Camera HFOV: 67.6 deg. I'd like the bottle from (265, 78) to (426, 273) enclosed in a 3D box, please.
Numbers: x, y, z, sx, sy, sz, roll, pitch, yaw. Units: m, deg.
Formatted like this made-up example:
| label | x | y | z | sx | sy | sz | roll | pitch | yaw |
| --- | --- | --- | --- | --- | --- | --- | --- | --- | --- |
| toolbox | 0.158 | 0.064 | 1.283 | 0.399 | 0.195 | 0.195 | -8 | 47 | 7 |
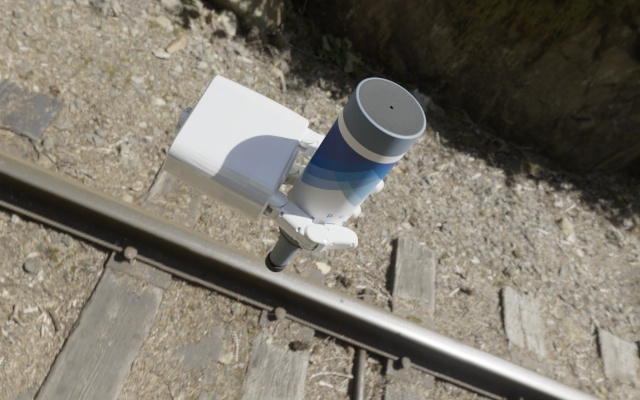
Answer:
| label | x | y | z | sx | sy | sz | roll | pitch | yaw |
| --- | --- | --- | --- | --- | --- | --- | --- | --- | --- |
| bottle | 0.000 | 0.002 | 0.501 | 0.069 | 0.069 | 0.296 | 0 | -32 | -28 |
